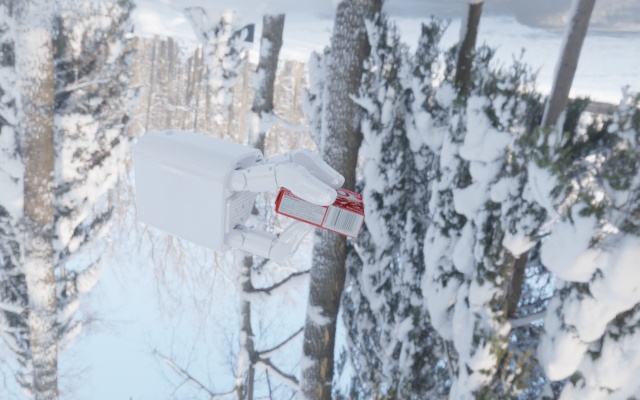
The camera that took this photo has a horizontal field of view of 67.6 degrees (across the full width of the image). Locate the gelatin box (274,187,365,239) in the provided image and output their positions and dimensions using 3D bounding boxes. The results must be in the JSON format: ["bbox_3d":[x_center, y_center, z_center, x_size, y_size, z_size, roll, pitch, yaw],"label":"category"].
[{"bbox_3d":[0.000,0.002,0.500,0.089,0.030,0.073,18,17,-4],"label":"gelatin box"}]
